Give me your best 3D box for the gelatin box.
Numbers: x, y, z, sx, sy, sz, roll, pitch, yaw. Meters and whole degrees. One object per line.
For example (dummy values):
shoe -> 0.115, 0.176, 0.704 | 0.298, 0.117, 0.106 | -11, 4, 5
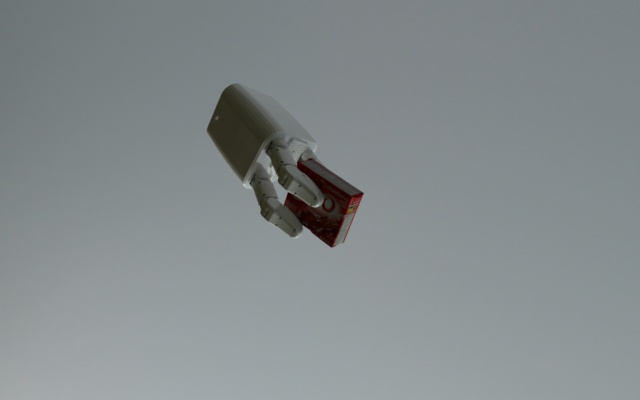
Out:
gelatin box -> 0.001, 0.002, 0.576 | 0.089, 0.073, 0.030 | 35, 30, 26
